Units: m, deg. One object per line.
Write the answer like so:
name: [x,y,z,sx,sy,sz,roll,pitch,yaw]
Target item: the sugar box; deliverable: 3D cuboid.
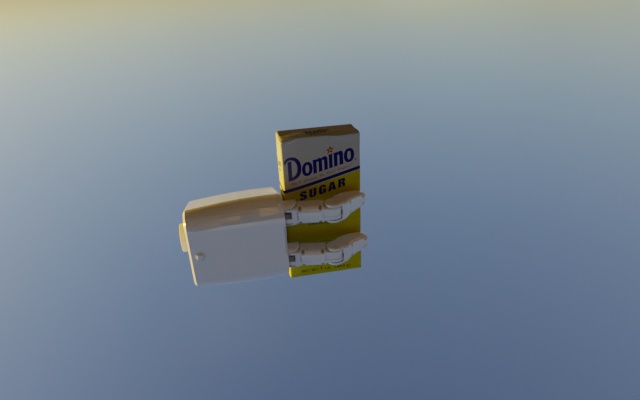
sugar box: [0.000,0.002,0.572,0.093,0.176,0.048,-8,26,-10]
